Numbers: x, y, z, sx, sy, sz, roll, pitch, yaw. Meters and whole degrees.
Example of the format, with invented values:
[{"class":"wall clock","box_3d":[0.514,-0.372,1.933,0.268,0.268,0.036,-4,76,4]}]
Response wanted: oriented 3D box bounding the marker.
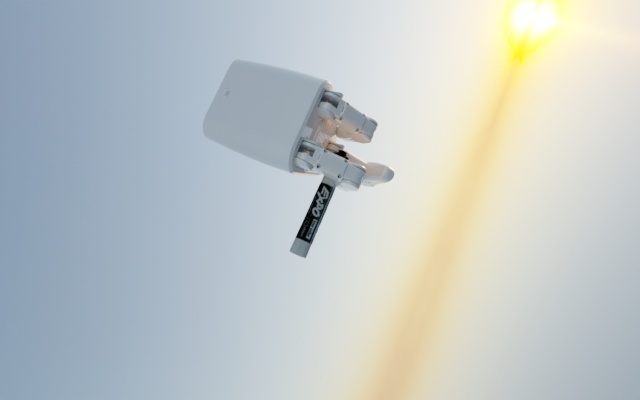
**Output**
[{"class":"marker","box_3d":[0.000,0.002,0.501,0.020,0.121,0.020,23,-10,4]}]
